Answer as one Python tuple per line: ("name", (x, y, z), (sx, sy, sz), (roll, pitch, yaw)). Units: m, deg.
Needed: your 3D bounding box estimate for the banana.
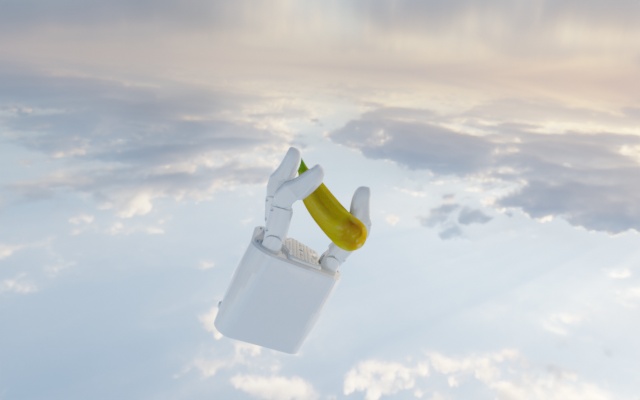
("banana", (0.009, 0.013, 0.516), (0.037, 0.070, 0.197), (-39, 33, -1))
